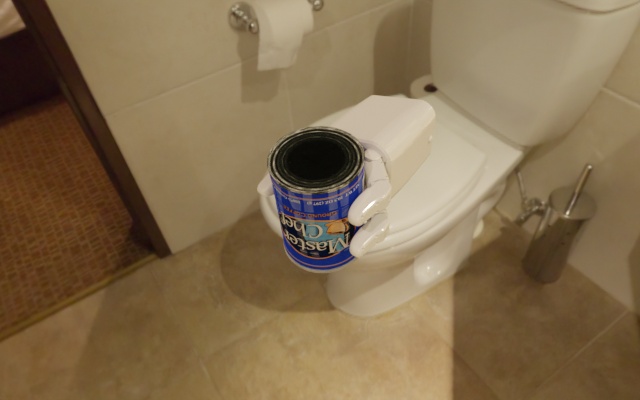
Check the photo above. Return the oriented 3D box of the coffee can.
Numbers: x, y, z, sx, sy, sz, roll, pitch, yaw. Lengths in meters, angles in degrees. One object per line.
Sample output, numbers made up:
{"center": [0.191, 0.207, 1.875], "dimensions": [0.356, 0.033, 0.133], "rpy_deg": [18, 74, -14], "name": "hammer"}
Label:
{"center": [0.000, 0.002, 0.546], "dimensions": [0.103, 0.102, 0.140], "rpy_deg": [0, -42, 5], "name": "coffee can"}
